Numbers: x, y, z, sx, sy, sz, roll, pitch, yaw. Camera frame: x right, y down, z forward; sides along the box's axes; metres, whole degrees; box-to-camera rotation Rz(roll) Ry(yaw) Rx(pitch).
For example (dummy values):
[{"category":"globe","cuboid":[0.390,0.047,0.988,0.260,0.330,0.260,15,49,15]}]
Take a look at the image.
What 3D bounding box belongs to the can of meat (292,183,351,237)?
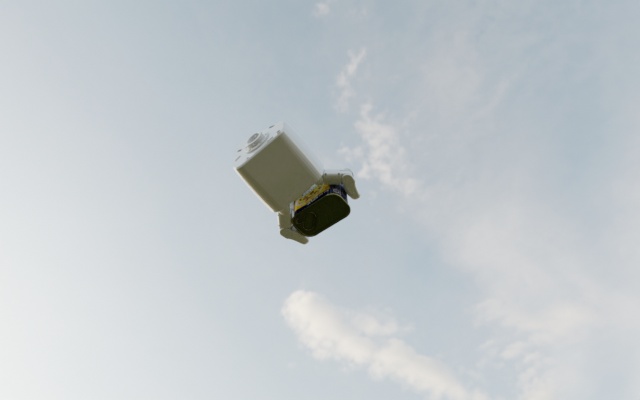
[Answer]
[{"category":"can of meat","cuboid":[0.000,0.003,0.840,0.102,0.057,0.084,-33,30,21]}]
